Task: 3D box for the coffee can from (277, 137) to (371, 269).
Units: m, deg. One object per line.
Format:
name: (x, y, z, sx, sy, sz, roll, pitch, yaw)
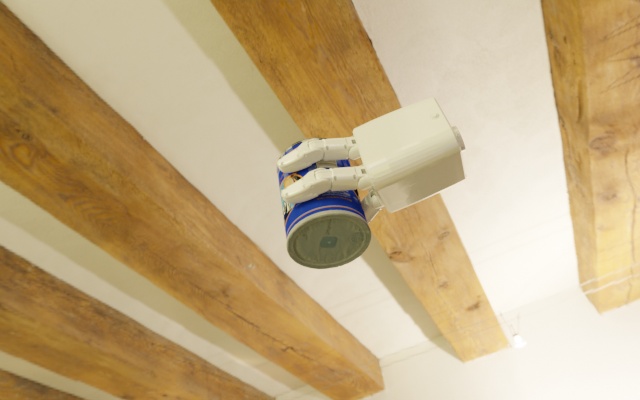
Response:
coffee can: (0.000, 0.002, 0.616, 0.103, 0.140, 0.103, -6, -44, -6)
